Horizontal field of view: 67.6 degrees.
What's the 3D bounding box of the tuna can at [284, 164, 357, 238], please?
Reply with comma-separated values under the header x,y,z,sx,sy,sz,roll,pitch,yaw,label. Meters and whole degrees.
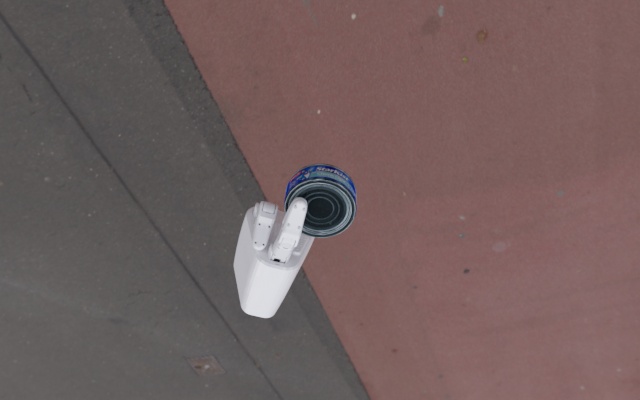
x,y,z,sx,sy,sz,roll,pitch,yaw,label
0.000,0.002,0.561,0.086,0.086,0.033,0,34,3,tuna can
